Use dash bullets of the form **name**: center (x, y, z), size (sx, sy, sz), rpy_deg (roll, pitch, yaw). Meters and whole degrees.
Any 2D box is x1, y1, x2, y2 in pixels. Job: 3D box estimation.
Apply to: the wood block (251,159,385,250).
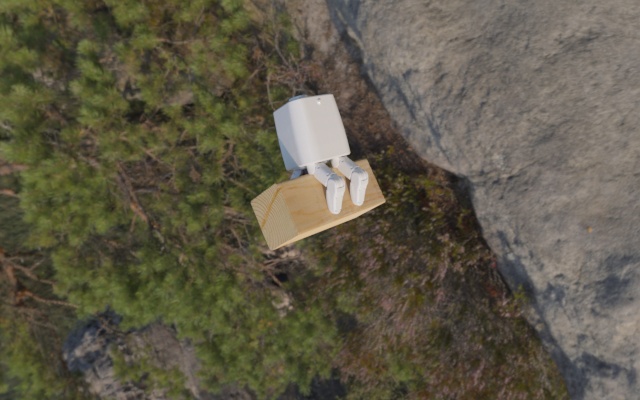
- **wood block**: center (0.000, 0.002, 0.815), size (0.206, 0.090, 0.091), rpy_deg (-18, -8, -40)
